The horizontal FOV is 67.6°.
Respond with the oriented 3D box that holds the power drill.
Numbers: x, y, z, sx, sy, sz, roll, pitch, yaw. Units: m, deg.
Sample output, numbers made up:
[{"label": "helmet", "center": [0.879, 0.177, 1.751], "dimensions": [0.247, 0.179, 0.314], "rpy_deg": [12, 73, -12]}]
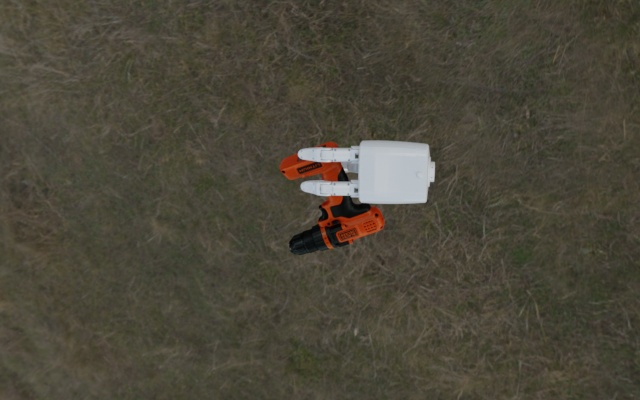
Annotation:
[{"label": "power drill", "center": [0.000, 0.002, 0.848], "dimensions": [0.184, 0.188, 0.057], "rpy_deg": [-20, 26, 12]}]
